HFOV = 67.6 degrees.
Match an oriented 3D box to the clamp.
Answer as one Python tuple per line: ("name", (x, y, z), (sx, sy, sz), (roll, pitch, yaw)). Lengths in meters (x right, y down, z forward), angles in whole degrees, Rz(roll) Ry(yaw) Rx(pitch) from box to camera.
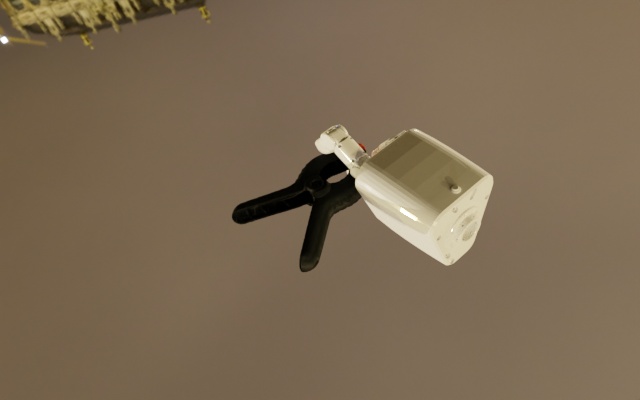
("clamp", (0.000, 0.002, 0.529), (0.171, 0.120, 0.039), (-37, -31, -17))
